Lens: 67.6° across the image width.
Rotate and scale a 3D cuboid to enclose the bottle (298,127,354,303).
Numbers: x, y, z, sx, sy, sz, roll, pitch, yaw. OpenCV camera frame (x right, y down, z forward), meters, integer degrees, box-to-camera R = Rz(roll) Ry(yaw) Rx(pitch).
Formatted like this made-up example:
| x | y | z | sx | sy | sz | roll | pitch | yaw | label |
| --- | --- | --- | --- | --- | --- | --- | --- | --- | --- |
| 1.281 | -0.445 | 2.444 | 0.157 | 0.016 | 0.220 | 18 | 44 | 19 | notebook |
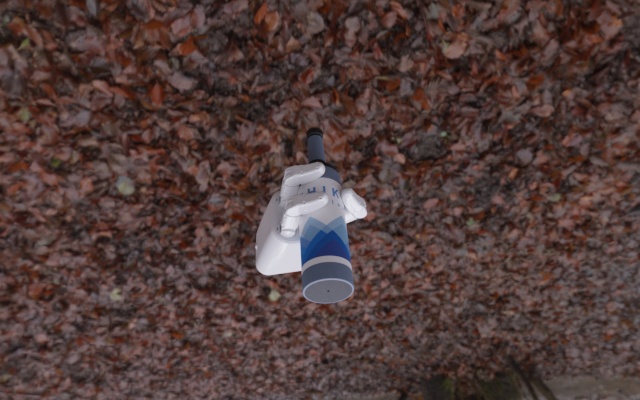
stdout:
| x | y | z | sx | sy | sz | roll | pitch | yaw | label |
| --- | --- | --- | --- | --- | --- | --- | --- | --- | --- |
| 0.000 | 0.002 | 0.702 | 0.069 | 0.295 | 0.069 | -3 | -39 | -2 | bottle |
